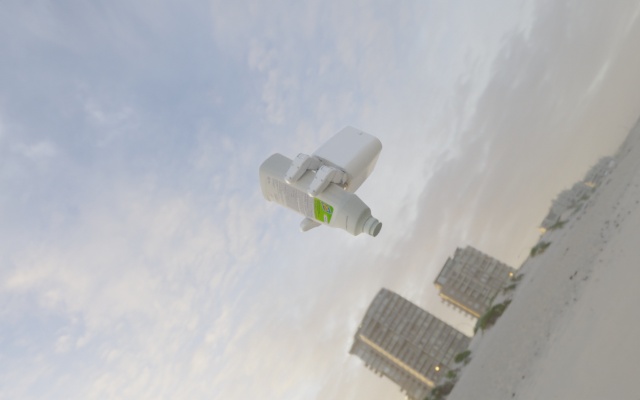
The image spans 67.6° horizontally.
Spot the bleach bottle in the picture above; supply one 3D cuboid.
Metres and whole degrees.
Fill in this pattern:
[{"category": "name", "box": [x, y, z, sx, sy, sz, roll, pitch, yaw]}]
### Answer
[{"category": "bleach bottle", "box": [0.000, 0.003, 0.869, 0.250, 0.103, 0.068, 28, 56, 28]}]
